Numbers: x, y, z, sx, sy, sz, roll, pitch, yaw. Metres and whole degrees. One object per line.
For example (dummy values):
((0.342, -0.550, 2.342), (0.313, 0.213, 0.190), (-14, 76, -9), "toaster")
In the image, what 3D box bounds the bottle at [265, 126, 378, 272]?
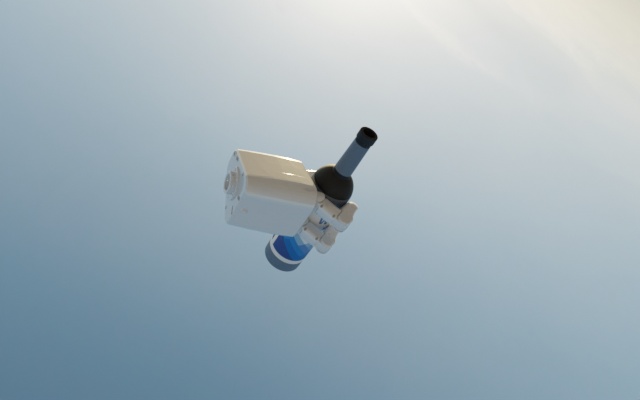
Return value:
((0.000, 0.003, 0.737), (0.069, 0.069, 0.296), (0, -39, -35), "bottle")
